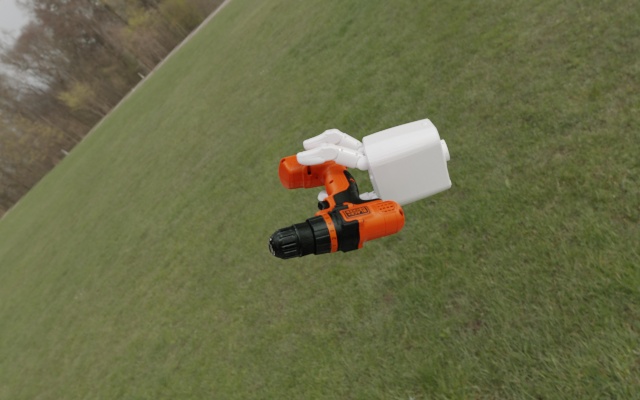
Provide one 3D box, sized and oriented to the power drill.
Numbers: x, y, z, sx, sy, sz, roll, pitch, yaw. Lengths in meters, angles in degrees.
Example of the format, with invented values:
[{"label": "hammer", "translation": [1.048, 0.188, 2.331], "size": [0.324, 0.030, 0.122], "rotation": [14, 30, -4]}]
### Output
[{"label": "power drill", "translation": [0.000, 0.002, 0.675], "size": [0.184, 0.057, 0.187], "rotation": [-11, 40, -16]}]
